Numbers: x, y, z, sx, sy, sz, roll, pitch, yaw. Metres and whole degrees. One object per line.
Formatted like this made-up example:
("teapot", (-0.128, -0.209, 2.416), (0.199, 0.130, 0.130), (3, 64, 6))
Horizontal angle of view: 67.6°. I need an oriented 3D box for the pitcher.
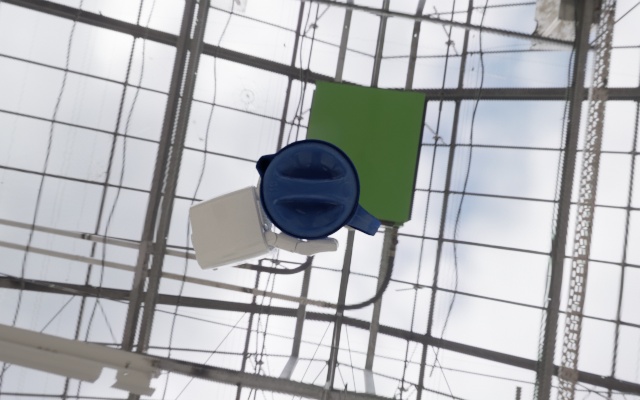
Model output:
("pitcher", (0.000, 0.002, 0.735), (0.145, 0.149, 0.243), (-17, -6, 1))
